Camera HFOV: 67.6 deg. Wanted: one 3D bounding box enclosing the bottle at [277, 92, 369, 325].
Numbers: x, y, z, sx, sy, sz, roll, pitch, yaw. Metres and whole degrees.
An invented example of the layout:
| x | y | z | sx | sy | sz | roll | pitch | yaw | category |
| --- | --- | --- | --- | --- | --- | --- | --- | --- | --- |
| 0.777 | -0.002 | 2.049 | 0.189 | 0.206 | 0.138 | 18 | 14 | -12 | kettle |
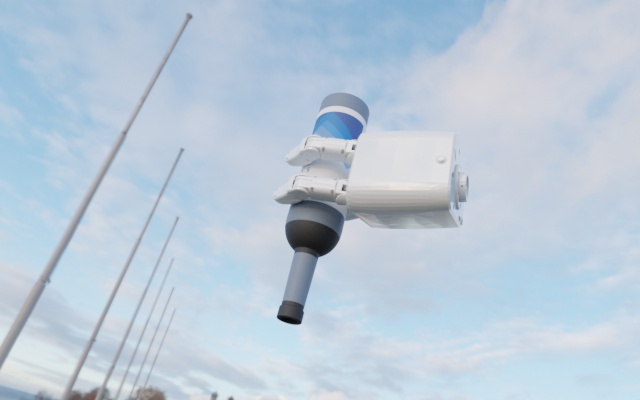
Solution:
| x | y | z | sx | sy | sz | roll | pitch | yaw | category |
| --- | --- | --- | --- | --- | --- | --- | --- | --- | --- |
| 0.000 | 0.002 | 0.571 | 0.069 | 0.295 | 0.069 | 11 | -29 | 6 | bottle |
